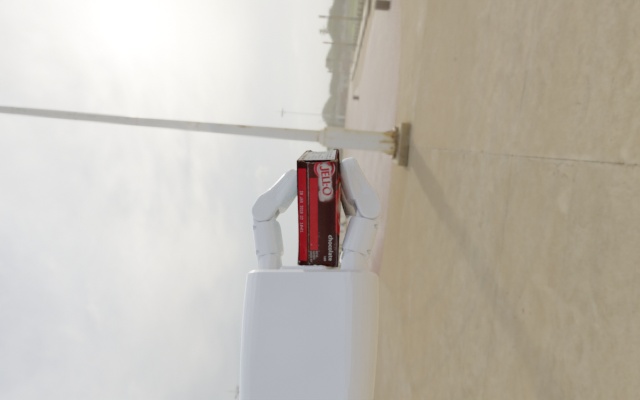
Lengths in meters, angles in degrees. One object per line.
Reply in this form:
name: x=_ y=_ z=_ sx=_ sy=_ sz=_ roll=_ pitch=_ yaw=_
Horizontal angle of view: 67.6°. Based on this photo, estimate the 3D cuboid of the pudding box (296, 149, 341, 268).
pudding box: x=0.000 y=0.001 z=0.435 sx=0.039 sy=0.090 sz=0.113 roll=1 pitch=11 yaw=0
